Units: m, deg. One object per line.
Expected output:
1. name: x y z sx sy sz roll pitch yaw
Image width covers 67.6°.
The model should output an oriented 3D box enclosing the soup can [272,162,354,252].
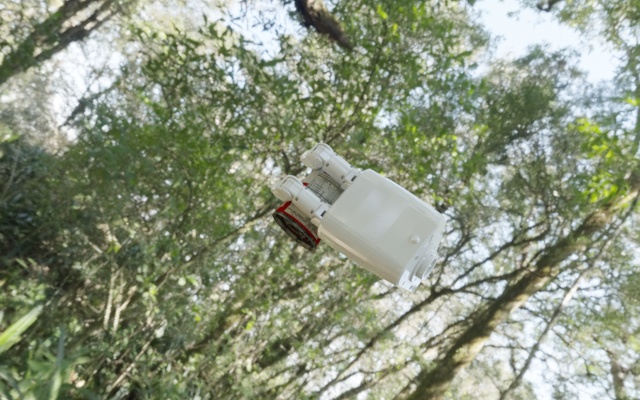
1. soup can: 0.000 0.001 0.581 0.068 0.102 0.068 37 -17 14
